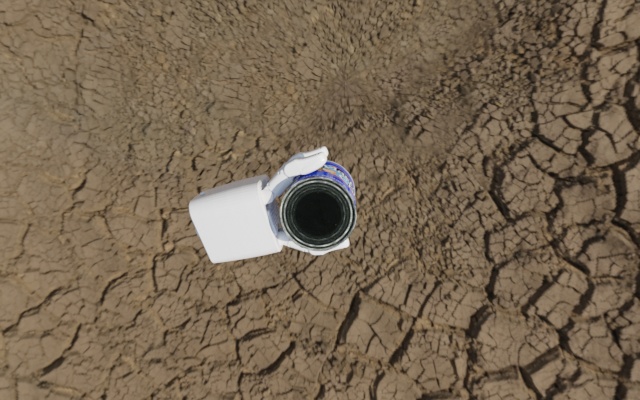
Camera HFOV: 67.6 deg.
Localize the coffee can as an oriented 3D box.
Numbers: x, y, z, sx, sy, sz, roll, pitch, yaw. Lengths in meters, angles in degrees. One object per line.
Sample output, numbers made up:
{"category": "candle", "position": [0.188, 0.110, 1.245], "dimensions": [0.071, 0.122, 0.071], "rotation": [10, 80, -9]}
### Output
{"category": "coffee can", "position": [0.000, 0.002, 0.694], "dimensions": [0.103, 0.103, 0.140], "rotation": [0, 14, 3]}
